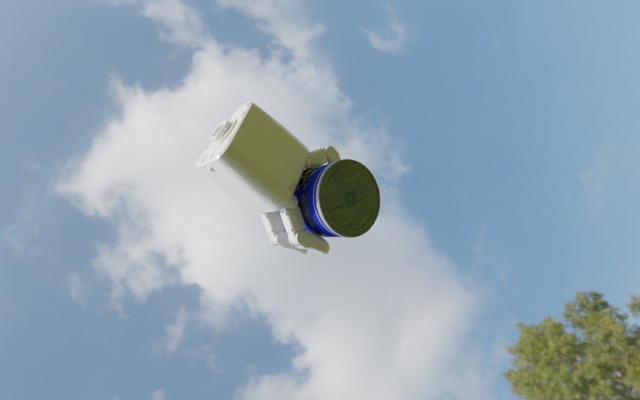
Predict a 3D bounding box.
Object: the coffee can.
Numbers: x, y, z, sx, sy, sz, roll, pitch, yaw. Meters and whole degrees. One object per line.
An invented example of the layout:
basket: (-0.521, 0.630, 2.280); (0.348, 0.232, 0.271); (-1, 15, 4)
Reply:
coffee can: (0.000, 0.002, 0.675); (0.103, 0.103, 0.140); (0, -4, -35)
